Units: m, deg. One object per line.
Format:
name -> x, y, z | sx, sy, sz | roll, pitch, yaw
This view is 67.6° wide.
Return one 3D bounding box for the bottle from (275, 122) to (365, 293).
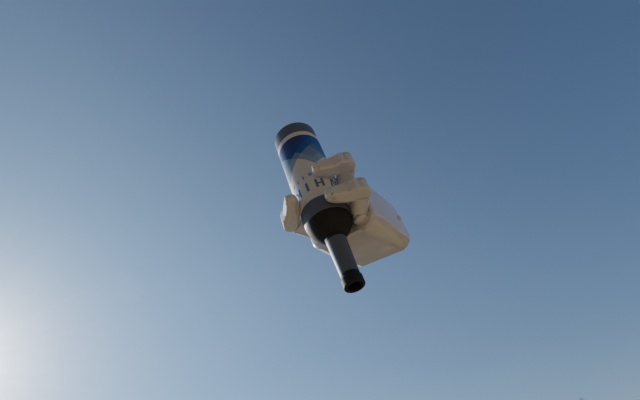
bottle -> 0.000, 0.002, 0.669 | 0.069, 0.069, 0.295 | 0, 43, -23
